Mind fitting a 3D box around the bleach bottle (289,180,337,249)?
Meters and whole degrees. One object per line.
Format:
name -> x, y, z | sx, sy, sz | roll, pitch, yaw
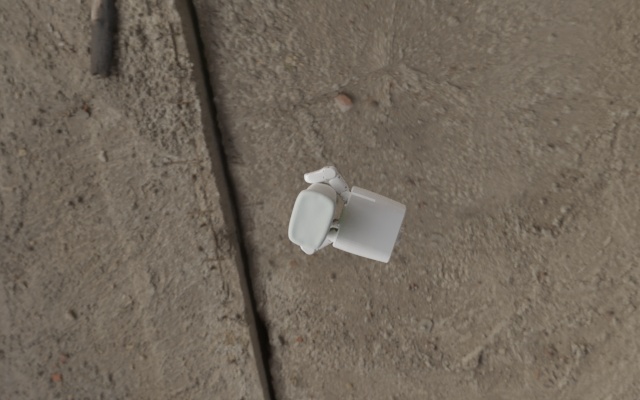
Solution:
bleach bottle -> 0.000, 0.003, 0.898 | 0.068, 0.102, 0.250 | 19, 17, 3
